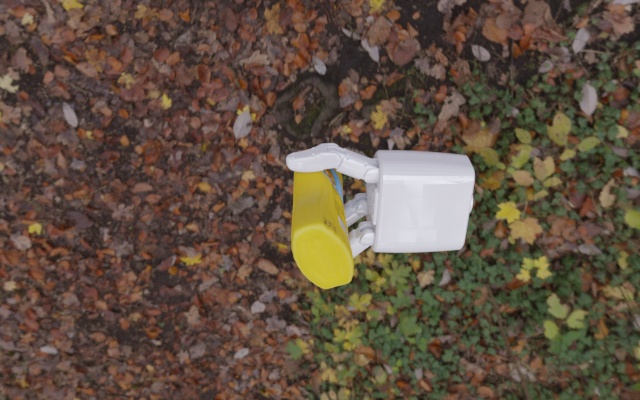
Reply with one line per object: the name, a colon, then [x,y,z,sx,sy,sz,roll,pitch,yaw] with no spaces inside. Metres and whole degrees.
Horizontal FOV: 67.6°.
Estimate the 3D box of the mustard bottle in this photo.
mustard bottle: [0.000,0.002,0.558,0.058,0.096,0.191,-18,37,12]
